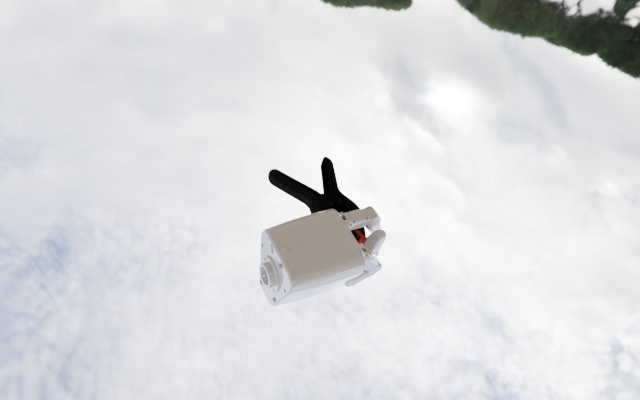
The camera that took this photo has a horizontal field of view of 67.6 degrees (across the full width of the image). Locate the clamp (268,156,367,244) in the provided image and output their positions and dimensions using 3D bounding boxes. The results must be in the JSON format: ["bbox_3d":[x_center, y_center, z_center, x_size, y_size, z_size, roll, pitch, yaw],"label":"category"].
[{"bbox_3d":[0.000,0.003,0.707,0.120,0.171,0.039,-13,-37,-28],"label":"clamp"}]
